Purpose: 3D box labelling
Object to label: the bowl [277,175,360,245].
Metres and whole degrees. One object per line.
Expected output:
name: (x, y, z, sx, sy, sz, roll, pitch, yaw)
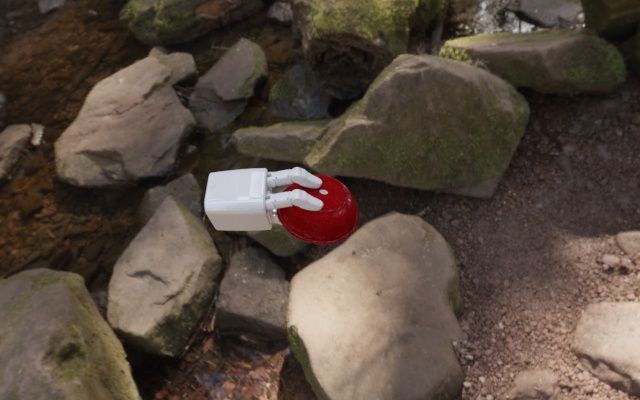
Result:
bowl: (0.001, 0.003, 0.899, 0.162, 0.162, 0.055, 0, -41, -13)
